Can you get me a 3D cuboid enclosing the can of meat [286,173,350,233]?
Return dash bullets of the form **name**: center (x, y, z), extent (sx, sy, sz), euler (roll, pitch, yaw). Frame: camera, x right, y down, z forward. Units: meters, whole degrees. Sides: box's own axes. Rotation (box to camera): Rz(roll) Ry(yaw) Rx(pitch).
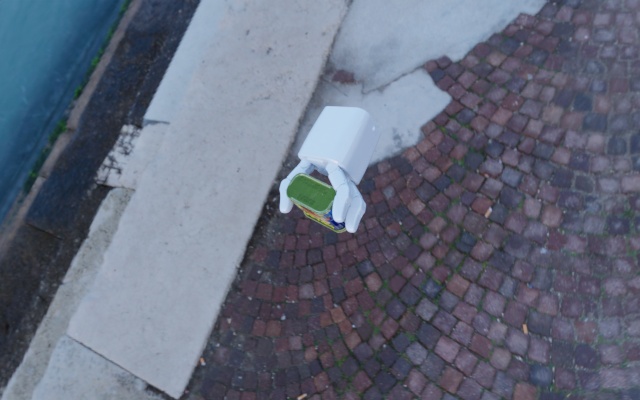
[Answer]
- **can of meat**: center (0.000, 0.003, 0.815), extent (0.102, 0.057, 0.084), euler (27, -9, 32)
